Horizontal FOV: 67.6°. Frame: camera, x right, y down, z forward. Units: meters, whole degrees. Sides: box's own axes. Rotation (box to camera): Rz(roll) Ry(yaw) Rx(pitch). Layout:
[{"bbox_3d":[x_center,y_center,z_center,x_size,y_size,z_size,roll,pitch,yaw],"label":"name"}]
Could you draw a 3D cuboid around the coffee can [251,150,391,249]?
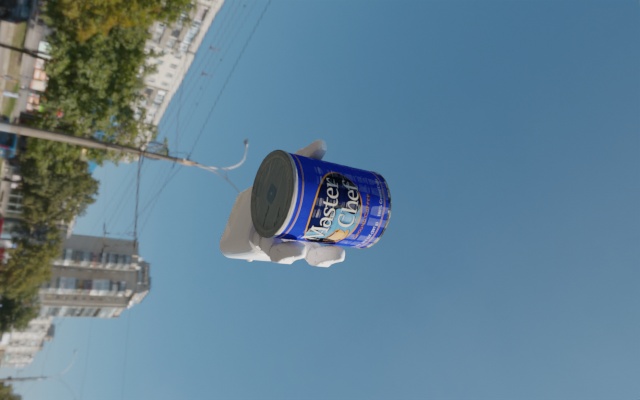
[{"bbox_3d":[0.000,0.002,0.583,0.140,0.103,0.103,10,-5,-33],"label":"coffee can"}]
